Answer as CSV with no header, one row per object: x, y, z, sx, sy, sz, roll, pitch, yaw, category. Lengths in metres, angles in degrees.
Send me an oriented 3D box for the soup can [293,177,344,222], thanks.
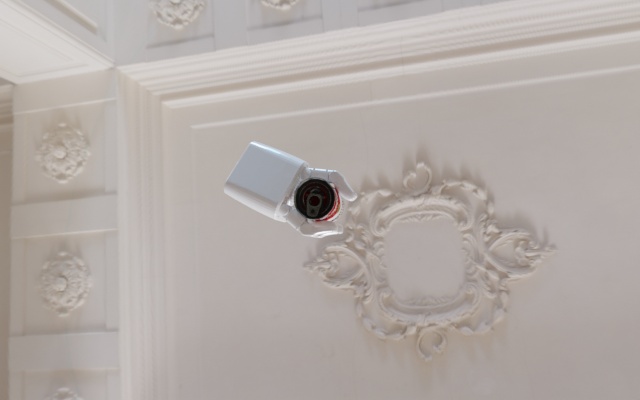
0.001,0.003,0.800,0.068,0.068,0.102,0,-7,12,soup can
